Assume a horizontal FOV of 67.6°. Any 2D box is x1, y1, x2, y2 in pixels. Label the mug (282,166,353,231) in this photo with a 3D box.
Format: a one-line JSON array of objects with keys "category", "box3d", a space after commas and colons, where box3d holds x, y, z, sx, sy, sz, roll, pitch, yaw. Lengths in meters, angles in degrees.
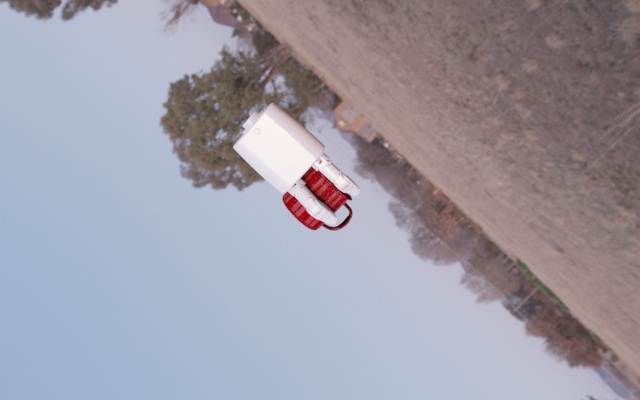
[{"category": "mug", "box3d": [0.001, 0.004, 0.789, 0.117, 0.081, 0.093, 42, 10, -13]}]
